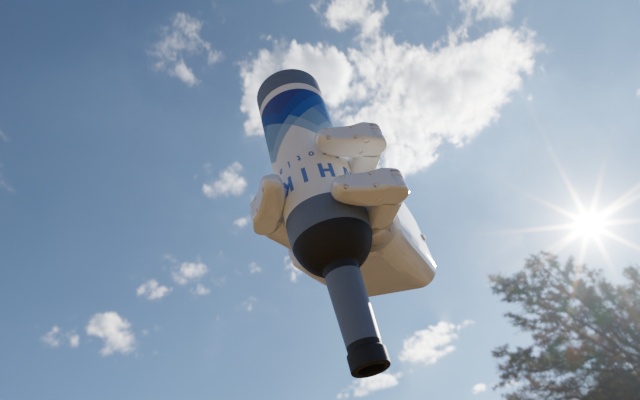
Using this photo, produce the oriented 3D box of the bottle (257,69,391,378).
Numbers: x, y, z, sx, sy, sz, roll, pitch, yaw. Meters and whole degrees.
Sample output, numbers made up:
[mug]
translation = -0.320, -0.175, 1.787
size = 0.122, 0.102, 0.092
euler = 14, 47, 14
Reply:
[bottle]
translation = 0.000, 0.001, 0.404
size = 0.069, 0.295, 0.069
euler = -10, -39, -8
